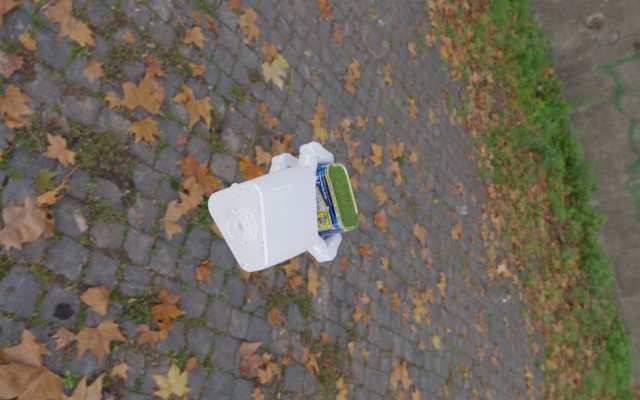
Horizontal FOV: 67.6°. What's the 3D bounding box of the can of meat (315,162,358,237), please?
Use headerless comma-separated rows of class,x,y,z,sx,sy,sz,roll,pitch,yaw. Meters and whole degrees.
can of meat,0.000,0.002,0.683,0.084,0.102,0.057,-15,1,35
